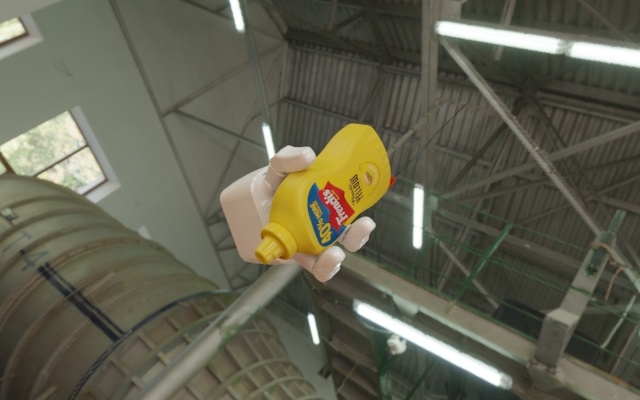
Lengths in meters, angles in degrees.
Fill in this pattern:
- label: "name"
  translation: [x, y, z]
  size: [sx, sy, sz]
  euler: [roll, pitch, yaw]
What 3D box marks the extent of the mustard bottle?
- label: "mustard bottle"
  translation: [0.000, 0.002, 0.523]
  size: [0.058, 0.096, 0.191]
  euler: [17, 47, 40]
